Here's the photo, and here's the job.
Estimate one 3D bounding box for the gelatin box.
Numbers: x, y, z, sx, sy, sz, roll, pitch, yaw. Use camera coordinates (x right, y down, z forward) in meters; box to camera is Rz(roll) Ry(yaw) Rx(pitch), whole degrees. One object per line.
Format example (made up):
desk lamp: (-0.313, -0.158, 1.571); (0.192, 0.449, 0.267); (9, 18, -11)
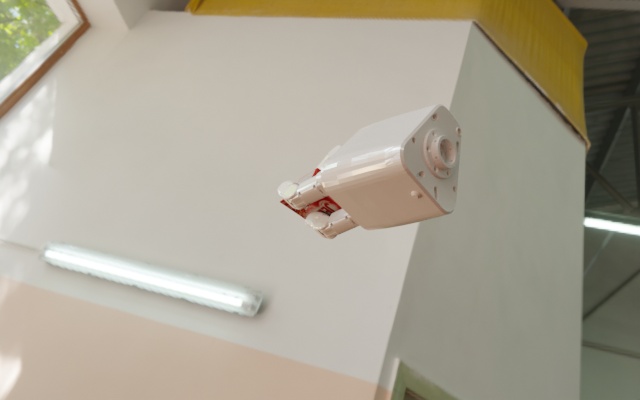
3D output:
gelatin box: (0.000, 0.002, 0.596); (0.073, 0.030, 0.089); (35, -27, -16)
